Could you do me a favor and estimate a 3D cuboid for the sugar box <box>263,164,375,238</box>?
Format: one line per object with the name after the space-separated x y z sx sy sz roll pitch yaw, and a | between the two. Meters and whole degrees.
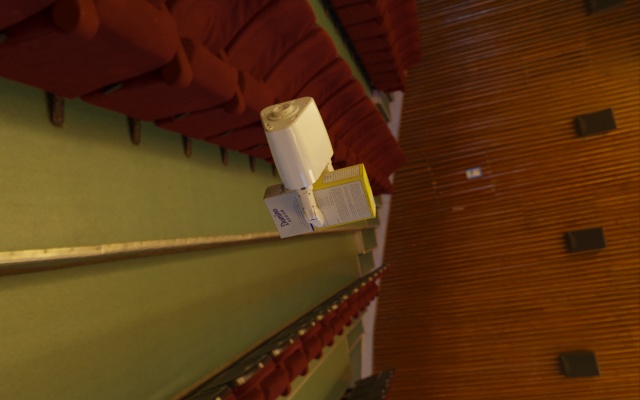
0.000 0.002 0.827 0.176 0.093 0.048 -11 34 13 | sugar box
